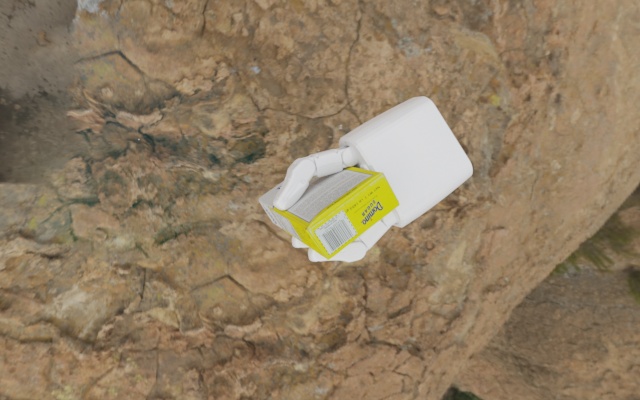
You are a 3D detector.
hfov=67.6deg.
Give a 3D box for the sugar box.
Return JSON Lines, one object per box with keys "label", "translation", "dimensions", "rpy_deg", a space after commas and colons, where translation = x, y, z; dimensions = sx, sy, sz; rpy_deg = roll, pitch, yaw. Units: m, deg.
{"label": "sugar box", "translation": [0.001, 0.002, 0.524], "dimensions": [0.093, 0.048, 0.176], "rpy_deg": [-35, 18, -13]}
